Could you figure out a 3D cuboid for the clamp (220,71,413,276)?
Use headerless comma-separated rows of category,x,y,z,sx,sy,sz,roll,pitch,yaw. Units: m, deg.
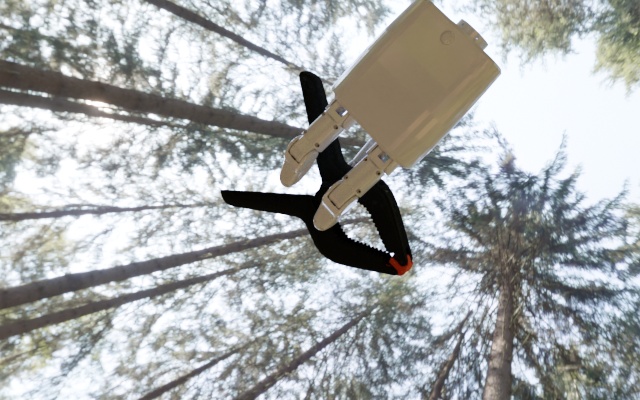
clamp,0.001,0.002,0.470,0.164,0.210,0.036,-46,-15,21
